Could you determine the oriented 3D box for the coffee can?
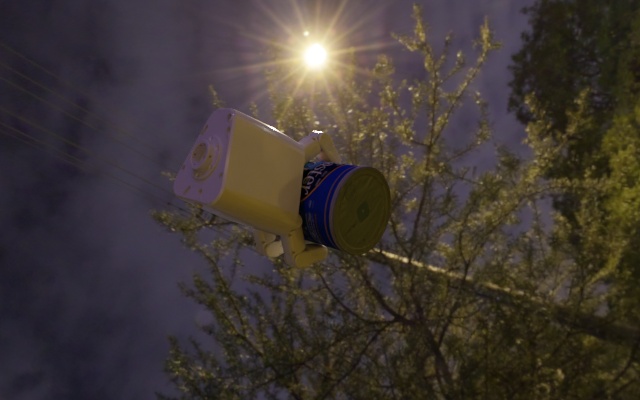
[{"bbox_3d":[0.000,0.002,0.587,0.140,0.103,0.103,12,8,43],"label":"coffee can"}]
